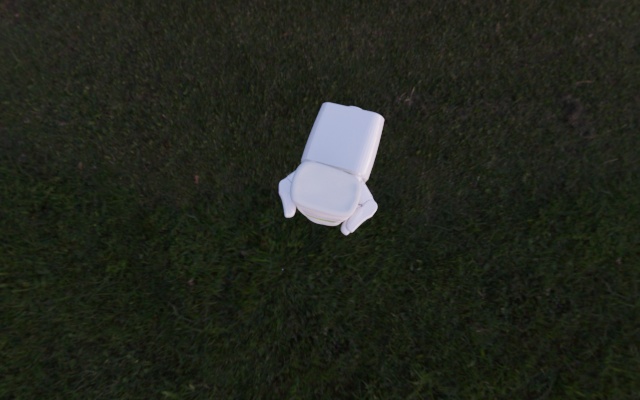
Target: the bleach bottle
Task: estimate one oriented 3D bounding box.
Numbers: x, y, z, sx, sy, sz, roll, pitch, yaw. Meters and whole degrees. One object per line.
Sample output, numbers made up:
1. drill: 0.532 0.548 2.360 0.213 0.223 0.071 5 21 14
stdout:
1. bleach bottle: 0.000 0.003 0.784 0.102 0.068 0.251 18 -9 -2
